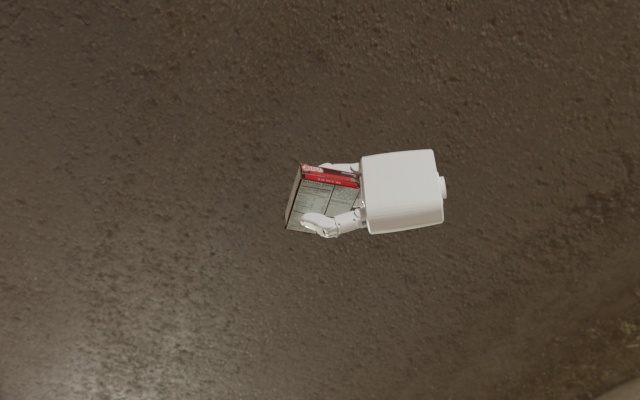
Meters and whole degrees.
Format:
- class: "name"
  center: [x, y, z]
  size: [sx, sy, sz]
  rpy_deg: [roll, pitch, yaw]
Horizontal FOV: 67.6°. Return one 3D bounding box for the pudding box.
- class: "pudding box"
  center: [0.000, 0.002, 0.712]
  size: [0.090, 0.114, 0.039]
  rpy_deg: [11, 41, -11]
